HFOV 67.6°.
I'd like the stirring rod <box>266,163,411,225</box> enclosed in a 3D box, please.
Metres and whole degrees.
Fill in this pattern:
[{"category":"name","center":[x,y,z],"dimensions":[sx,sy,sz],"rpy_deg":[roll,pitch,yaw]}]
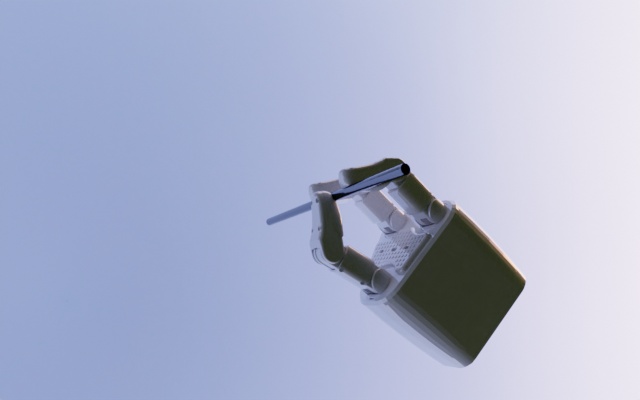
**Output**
[{"category":"stirring rod","center":[0.000,0.001,0.416],"dimensions":[0.011,0.011,0.239],"rpy_deg":[0,-10,-28]}]
